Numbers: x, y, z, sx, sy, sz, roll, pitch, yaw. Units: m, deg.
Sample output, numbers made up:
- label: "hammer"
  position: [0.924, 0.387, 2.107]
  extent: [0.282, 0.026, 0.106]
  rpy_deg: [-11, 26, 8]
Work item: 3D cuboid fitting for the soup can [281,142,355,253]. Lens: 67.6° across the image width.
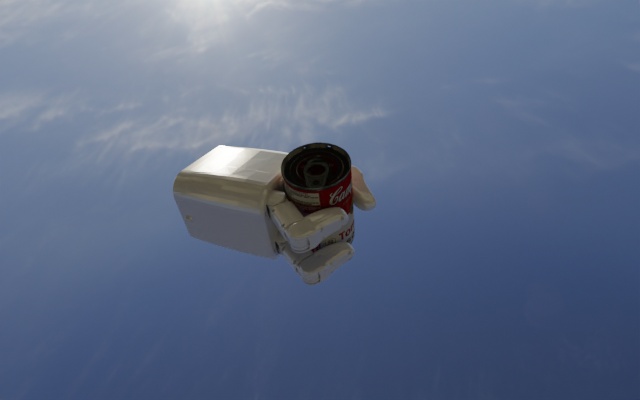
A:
- label: "soup can"
  position: [0.001, 0.002, 0.490]
  extent: [0.068, 0.102, 0.068]
  rpy_deg: [-4, 44, 4]
